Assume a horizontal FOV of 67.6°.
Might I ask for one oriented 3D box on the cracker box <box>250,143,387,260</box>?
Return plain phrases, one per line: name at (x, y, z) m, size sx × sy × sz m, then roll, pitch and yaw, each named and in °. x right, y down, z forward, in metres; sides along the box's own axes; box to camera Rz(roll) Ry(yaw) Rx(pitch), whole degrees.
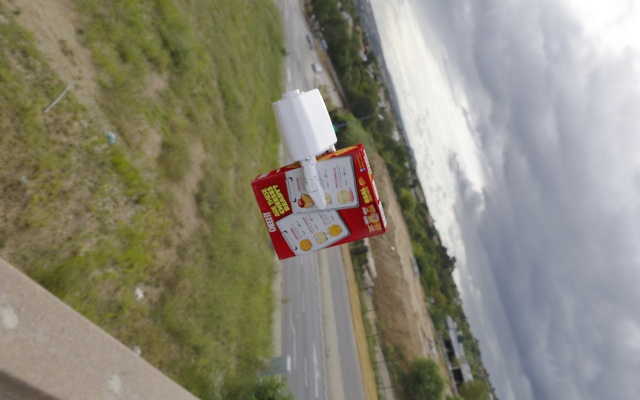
cracker box at (0.000, 0.003, 0.896) m, size 0.214 × 0.164 × 0.072 m, roll -16°, pitch 13°, yaw 12°
